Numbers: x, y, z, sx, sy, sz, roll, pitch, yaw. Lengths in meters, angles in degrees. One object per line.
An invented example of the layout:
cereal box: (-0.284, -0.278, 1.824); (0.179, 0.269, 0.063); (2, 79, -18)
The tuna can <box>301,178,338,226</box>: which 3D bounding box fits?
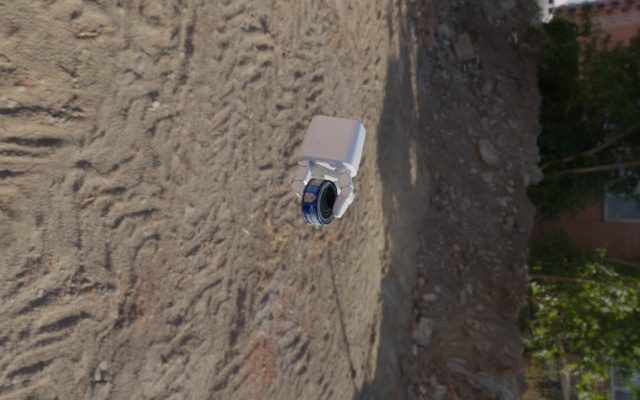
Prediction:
tuna can: (0.001, 0.003, 0.872); (0.034, 0.086, 0.086); (6, 3, 28)
